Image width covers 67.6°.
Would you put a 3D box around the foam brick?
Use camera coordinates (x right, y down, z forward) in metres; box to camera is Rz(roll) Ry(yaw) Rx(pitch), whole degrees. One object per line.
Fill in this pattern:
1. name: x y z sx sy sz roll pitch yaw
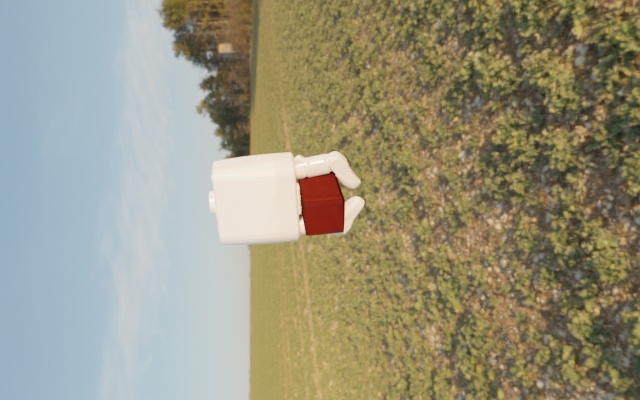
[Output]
1. foam brick: 0.000 0.002 0.624 0.051 0.053 0.078 -5 32 -6
